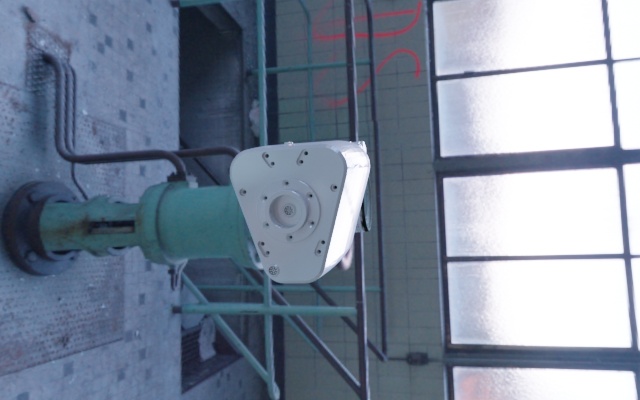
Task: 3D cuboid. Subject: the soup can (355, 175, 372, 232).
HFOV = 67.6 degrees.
[{"bbox_3d":[0.000,0.002,0.508,0.102,0.068,0.068,-3,-1,13],"label":"soup can"}]
